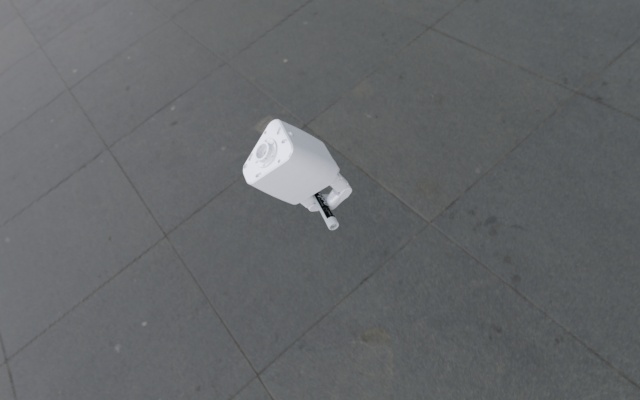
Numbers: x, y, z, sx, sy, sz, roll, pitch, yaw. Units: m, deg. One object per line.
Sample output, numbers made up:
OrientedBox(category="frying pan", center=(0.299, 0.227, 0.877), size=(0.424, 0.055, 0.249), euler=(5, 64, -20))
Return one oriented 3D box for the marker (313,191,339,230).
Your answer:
OrientedBox(category="marker", center=(0.000, 0.003, 0.843), size=(0.020, 0.020, 0.121), euler=(0, 44, -31))
